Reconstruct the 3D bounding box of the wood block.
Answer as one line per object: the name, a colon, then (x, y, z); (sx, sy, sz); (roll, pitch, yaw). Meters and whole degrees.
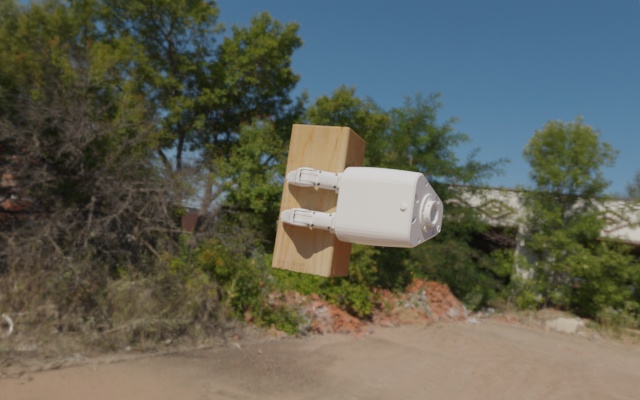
wood block: (0.001, 0.002, 0.702); (0.090, 0.206, 0.091); (7, -5, 22)
